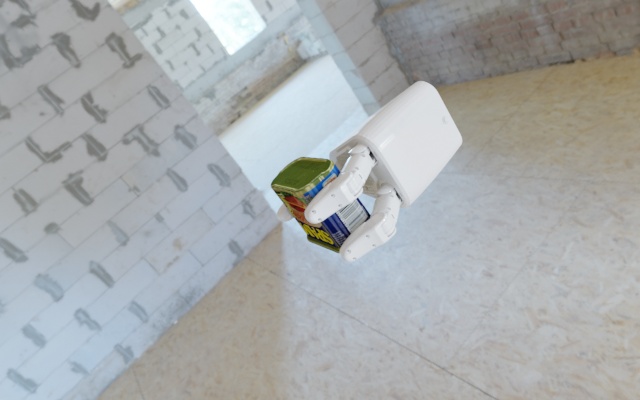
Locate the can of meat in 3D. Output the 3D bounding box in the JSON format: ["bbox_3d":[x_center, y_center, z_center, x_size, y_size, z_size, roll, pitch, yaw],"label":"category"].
[{"bbox_3d":[0.000,0.001,0.512,0.057,0.084,0.102,-43,23,-17],"label":"can of meat"}]
